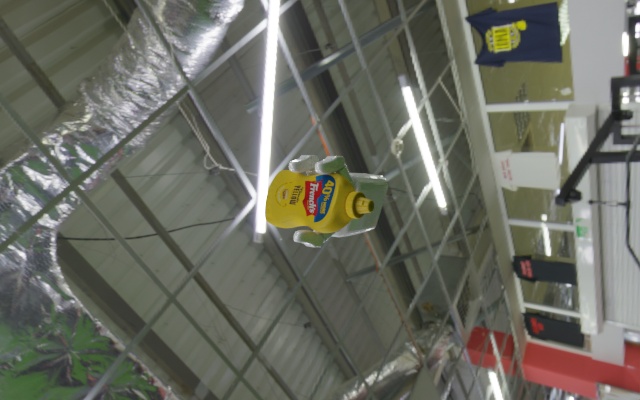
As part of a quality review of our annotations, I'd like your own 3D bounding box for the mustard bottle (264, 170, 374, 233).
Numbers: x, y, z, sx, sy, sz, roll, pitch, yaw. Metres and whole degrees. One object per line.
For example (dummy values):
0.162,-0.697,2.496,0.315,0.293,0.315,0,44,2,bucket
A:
0.000,0.002,0.761,0.191,0.096,0.058,5,-19,37,mustard bottle
